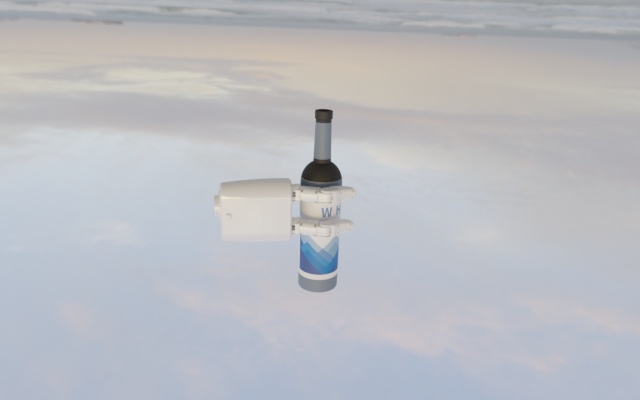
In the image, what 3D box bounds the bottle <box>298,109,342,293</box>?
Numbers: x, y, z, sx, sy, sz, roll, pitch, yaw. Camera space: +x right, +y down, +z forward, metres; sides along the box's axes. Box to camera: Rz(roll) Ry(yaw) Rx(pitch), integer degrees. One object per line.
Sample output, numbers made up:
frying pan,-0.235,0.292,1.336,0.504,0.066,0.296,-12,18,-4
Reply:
bottle,0.000,0.003,0.768,0.069,0.296,0.069,2,20,-1
